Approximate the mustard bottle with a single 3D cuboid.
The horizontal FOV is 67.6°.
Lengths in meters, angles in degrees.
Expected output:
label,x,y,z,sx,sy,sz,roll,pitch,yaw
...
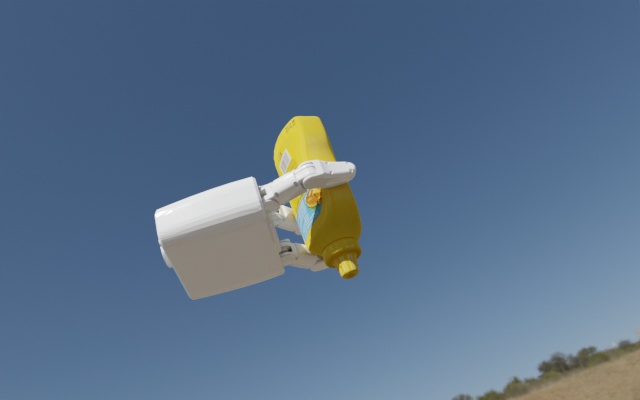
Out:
label,x,y,z,sx,sy,sz,roll,pitch,yaw
mustard bottle,0.000,0.001,0.537,0.058,0.191,0.096,-3,-37,-26
